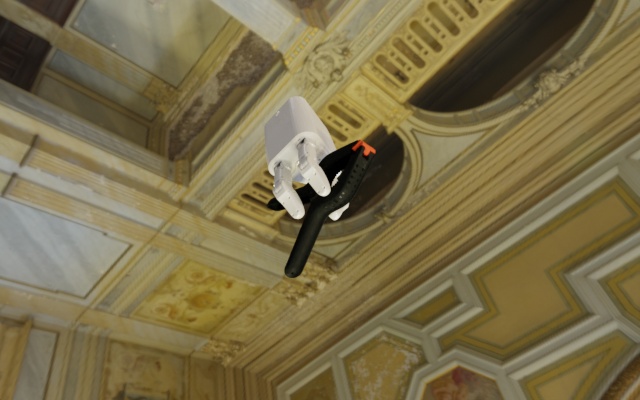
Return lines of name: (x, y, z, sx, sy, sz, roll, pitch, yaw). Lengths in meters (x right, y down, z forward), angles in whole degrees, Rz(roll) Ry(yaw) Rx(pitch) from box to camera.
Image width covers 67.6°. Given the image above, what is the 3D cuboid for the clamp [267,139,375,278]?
clamp: (0.001, 0.002, 0.689, 0.036, 0.164, 0.210, 28, -58, -36)
